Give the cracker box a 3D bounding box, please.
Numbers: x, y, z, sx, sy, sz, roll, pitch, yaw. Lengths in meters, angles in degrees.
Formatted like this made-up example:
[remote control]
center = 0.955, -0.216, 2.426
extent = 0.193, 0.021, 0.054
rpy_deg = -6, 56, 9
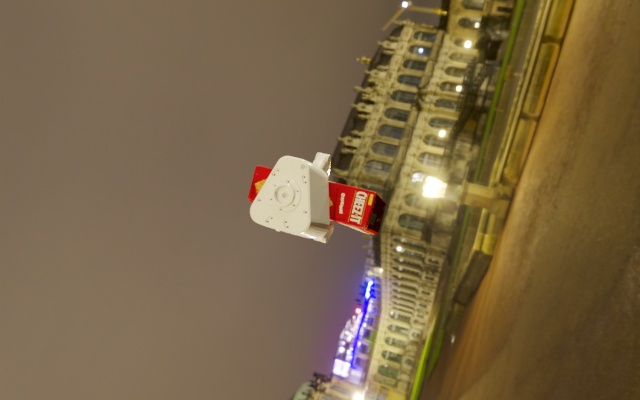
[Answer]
[cracker box]
center = 0.000, 0.003, 0.862
extent = 0.213, 0.072, 0.164
rpy_deg = 14, -2, 15
